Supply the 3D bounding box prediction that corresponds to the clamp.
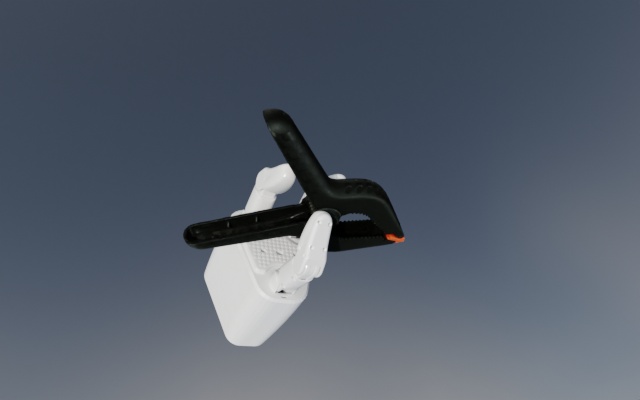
[{"bbox_3d":[0.001,0.002,0.436,0.210,0.036,0.165,10,-45,-27],"label":"clamp"}]
